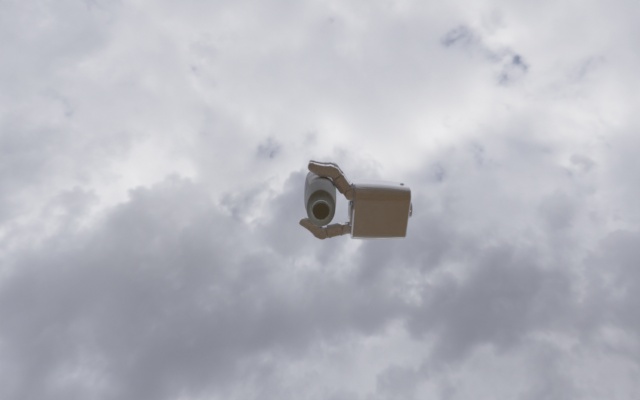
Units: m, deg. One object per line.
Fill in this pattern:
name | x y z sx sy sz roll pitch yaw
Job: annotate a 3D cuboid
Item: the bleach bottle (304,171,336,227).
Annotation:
bleach bottle | 0.000 0.003 0.899 0.068 0.102 0.250 0 11 0
